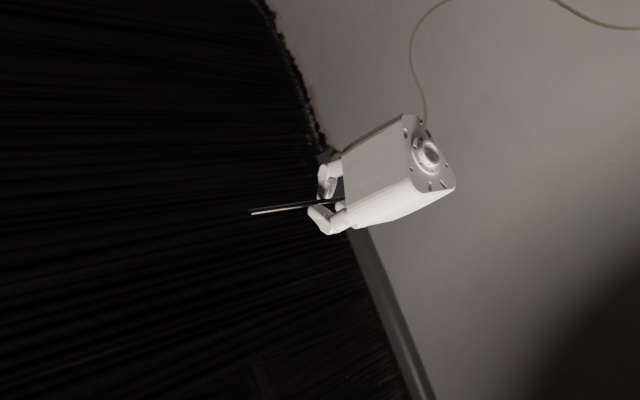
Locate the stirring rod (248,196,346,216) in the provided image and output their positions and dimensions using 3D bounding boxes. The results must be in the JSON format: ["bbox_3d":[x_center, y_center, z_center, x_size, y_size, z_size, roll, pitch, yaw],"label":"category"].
[{"bbox_3d":[0.000,0.002,0.682,0.239,0.011,0.011,-8,5,-42],"label":"stirring rod"}]
